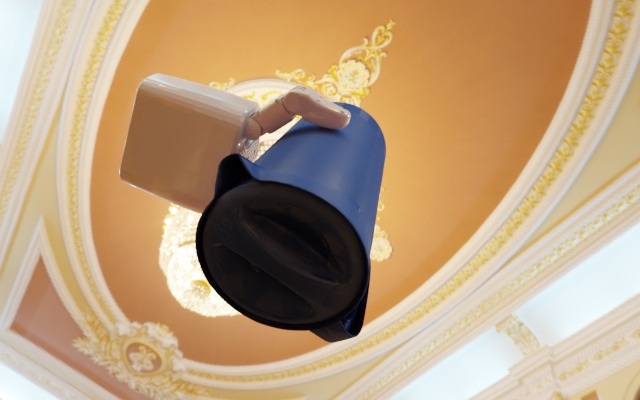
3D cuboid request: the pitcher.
[{"bbox_3d":[0.000,0.001,0.450,0.145,0.149,0.242,19,31,5],"label":"pitcher"}]
